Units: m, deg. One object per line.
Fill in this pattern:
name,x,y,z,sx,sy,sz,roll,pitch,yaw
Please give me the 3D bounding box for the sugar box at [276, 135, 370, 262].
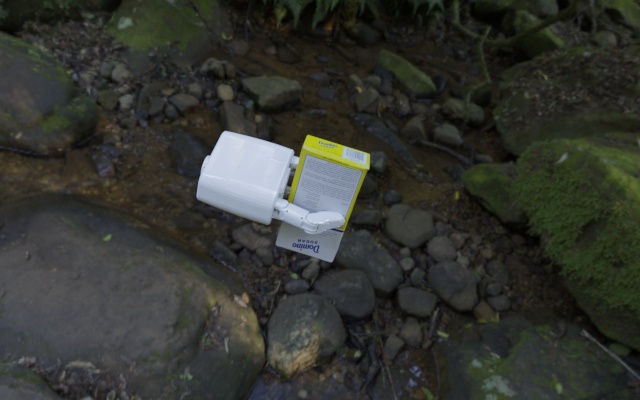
sugar box,0.000,0.002,0.685,0.093,0.176,0.048,18,37,-2
